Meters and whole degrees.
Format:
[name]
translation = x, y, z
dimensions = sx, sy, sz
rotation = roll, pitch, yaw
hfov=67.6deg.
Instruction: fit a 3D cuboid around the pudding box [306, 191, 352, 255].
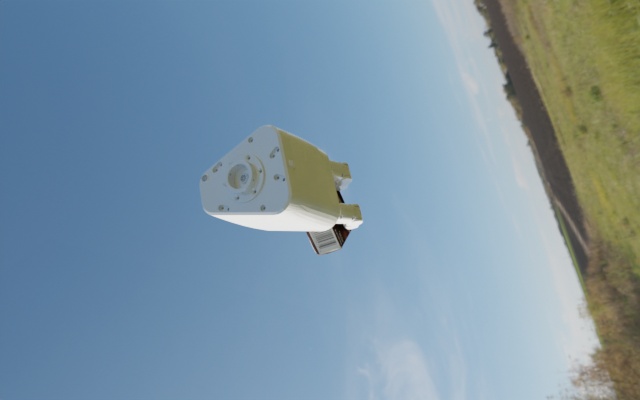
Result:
[pudding box]
translation = 0.000, 0.002, 0.615
dimensions = 0.039, 0.113, 0.090
rotation = -18, 11, 20
